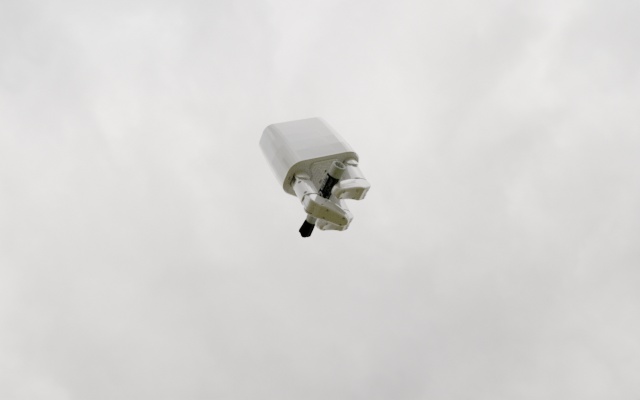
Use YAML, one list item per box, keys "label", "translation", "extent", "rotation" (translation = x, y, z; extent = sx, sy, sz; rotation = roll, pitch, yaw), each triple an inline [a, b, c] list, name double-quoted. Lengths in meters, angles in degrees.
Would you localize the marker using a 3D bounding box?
- label: "marker"
  translation: [0.000, 0.002, 0.628]
  extent: [0.020, 0.121, 0.020]
  rotation: [20, 31, -12]
